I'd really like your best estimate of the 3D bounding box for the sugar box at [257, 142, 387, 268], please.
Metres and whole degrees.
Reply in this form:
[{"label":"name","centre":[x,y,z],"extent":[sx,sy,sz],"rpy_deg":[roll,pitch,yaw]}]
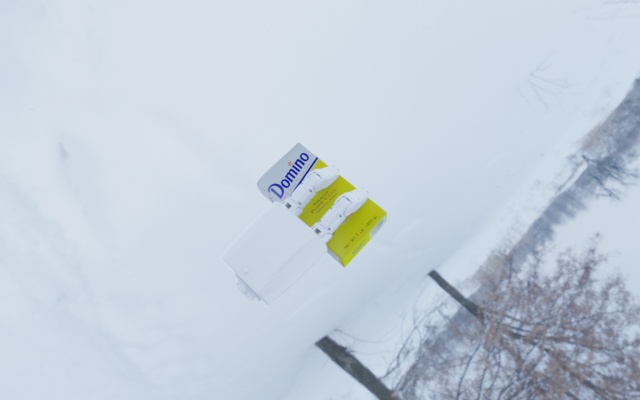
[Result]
[{"label":"sugar box","centre":[0.000,0.002,0.683],"extent":[0.176,0.093,0.048],"rpy_deg":[40,-14,20]}]
